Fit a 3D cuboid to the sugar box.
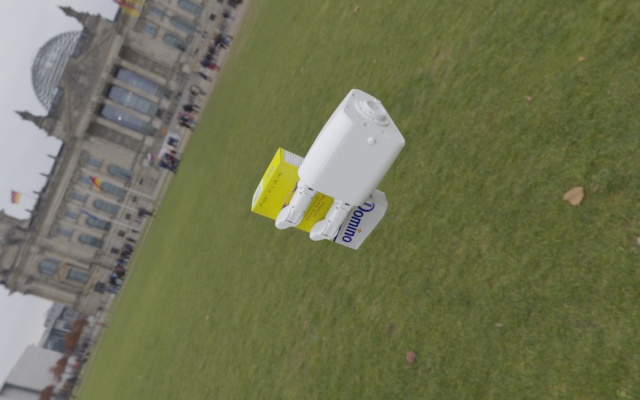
[{"bbox_3d":[0.000,0.002,0.684,0.176,0.093,0.048,22,32,-18],"label":"sugar box"}]
